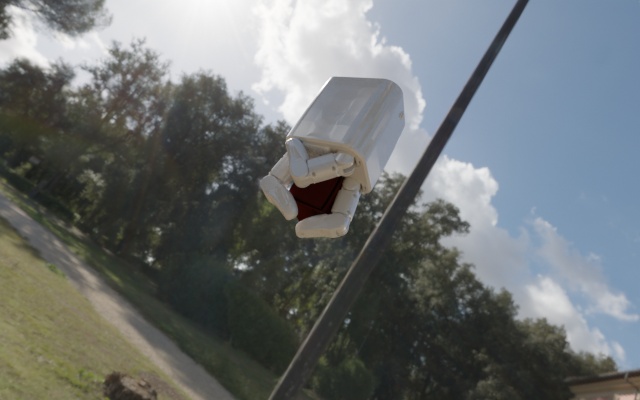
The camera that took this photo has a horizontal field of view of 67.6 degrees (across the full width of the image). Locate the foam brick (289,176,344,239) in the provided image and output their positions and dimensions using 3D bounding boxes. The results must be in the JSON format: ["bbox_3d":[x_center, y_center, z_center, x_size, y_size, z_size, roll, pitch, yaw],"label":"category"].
[{"bbox_3d":[0.000,0.002,0.586,0.053,0.051,0.078,22,-22,23],"label":"foam brick"}]
